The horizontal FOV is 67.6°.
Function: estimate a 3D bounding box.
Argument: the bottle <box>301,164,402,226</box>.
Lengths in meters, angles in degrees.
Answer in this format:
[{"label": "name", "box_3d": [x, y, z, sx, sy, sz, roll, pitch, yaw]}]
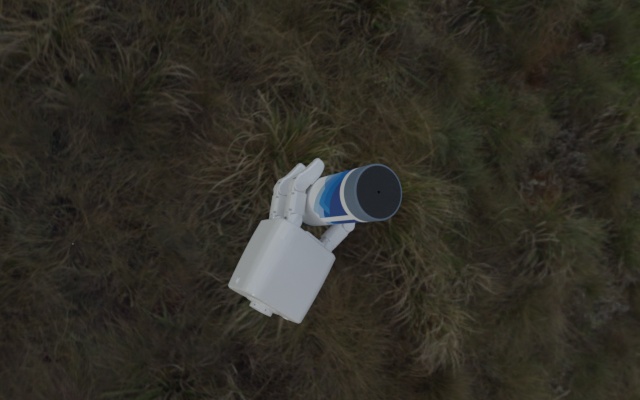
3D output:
[{"label": "bottle", "box_3d": [0.000, 0.002, 0.680, 0.069, 0.069, 0.296, 0, -5, -27]}]
